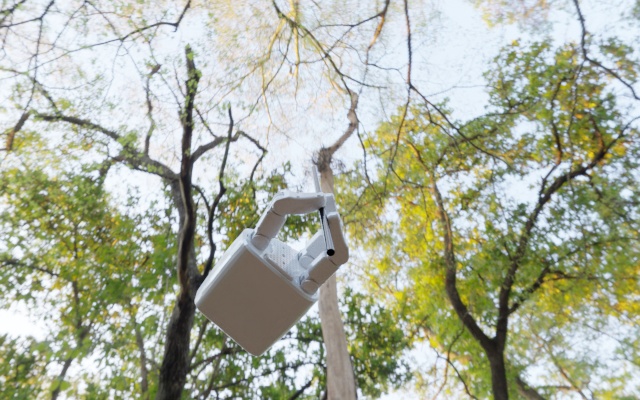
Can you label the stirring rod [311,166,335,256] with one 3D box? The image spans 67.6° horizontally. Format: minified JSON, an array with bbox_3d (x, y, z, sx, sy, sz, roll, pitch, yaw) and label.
[{"bbox_3d":[0.000,0.002,0.554,0.011,0.011,0.239,0,23,-5],"label":"stirring rod"}]
